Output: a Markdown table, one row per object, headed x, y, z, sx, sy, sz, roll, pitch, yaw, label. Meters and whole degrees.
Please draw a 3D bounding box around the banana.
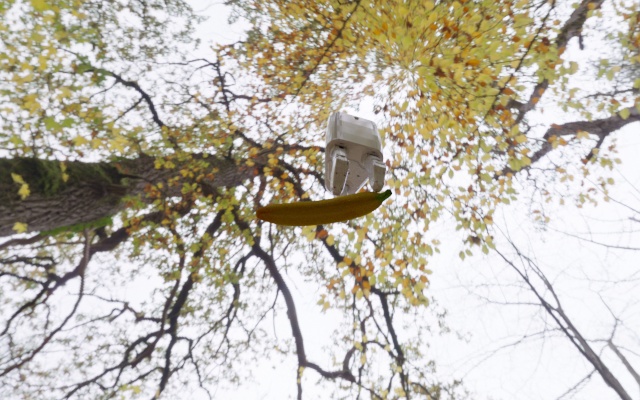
| x | y | z | sx | sy | sz | roll | pitch | yaw | label |
| --- | --- | --- | --- | --- | --- | --- | --- | --- | --- |
| 0.006 | 0.010 | 0.706 | 0.198 | 0.037 | 0.070 | -11 | -29 | 4 | banana |
